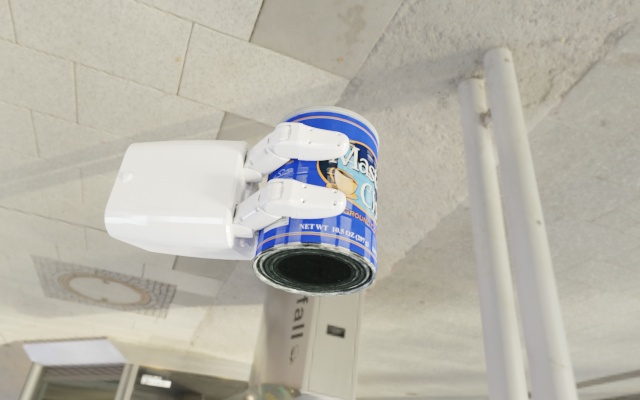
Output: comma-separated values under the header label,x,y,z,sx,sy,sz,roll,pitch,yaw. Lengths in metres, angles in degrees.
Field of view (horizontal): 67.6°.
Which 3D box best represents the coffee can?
label,x,y,z,sx,sy,sz,roll,pitch,yaw
coffee can,0.000,0.001,0.429,0.103,0.140,0.103,4,-32,2
